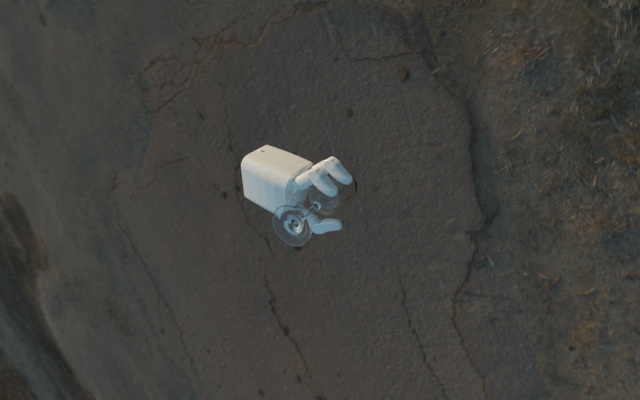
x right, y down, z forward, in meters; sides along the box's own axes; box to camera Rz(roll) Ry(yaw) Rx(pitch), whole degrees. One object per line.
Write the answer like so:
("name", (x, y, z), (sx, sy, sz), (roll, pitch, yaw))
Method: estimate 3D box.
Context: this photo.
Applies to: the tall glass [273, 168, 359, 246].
("tall glass", (0.000, 0.003, 0.859), (0.079, 0.079, 0.201), (0, 23, 32))
